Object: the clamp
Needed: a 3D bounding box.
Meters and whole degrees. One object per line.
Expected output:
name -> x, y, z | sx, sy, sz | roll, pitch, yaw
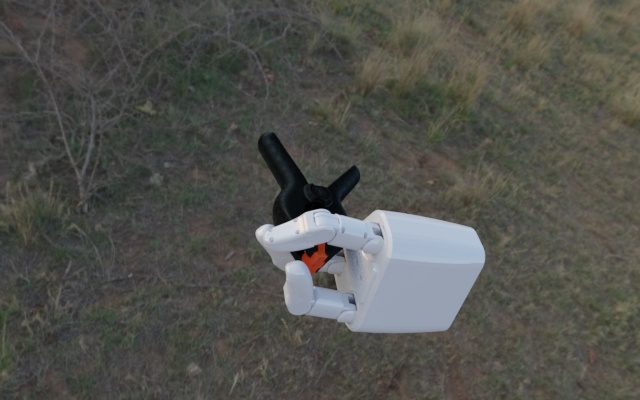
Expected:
clamp -> 0.000, 0.001, 0.476 | 0.120, 0.171, 0.039 | 9, -46, -22
